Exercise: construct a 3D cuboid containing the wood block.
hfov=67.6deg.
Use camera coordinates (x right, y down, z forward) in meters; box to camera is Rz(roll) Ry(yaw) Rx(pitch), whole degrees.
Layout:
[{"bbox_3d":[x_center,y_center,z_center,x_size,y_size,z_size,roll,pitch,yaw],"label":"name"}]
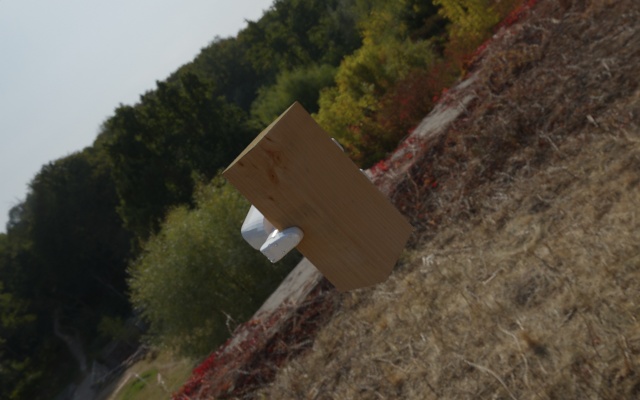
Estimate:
[{"bbox_3d":[0.000,0.002,0.561,0.090,0.206,0.090,-28,21,51],"label":"wood block"}]
